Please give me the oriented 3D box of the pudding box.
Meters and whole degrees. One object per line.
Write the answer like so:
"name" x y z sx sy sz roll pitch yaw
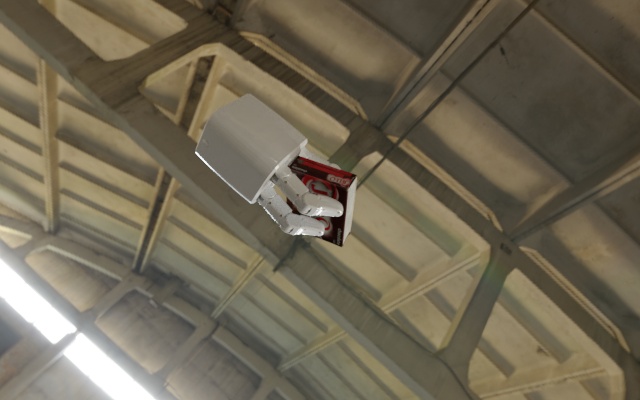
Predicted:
"pudding box" 0.000 0.002 0.656 0.090 0.114 0.039 20 48 19
